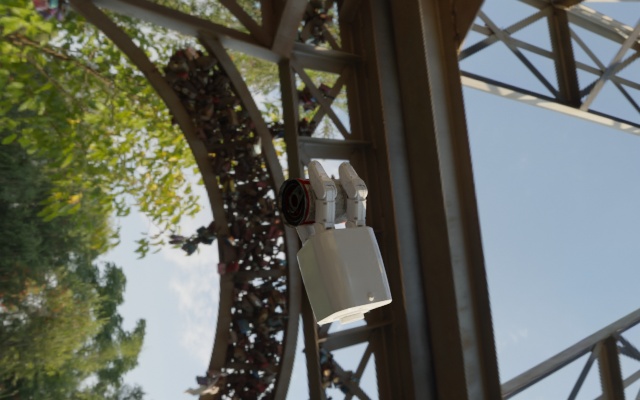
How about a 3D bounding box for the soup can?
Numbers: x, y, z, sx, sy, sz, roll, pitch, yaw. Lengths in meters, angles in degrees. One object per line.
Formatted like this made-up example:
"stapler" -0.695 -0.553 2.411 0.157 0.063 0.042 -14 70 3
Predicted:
"soup can" 0.000 0.002 0.680 0.102 0.068 0.068 -2 1 -37
